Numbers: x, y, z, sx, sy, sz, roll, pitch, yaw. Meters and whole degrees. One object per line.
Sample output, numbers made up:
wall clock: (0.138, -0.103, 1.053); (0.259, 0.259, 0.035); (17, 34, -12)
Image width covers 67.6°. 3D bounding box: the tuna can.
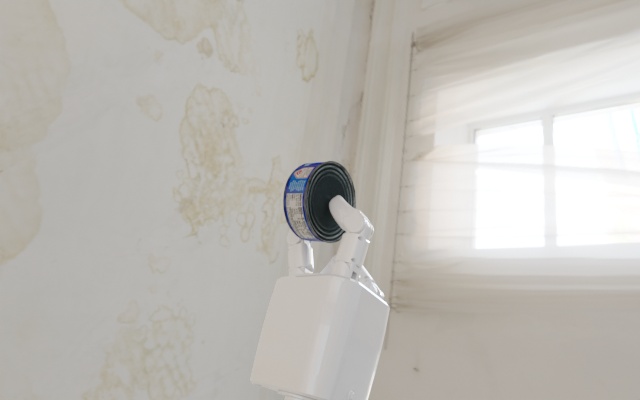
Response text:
tuna can: (0.000, 0.002, 0.508); (0.034, 0.086, 0.086); (0, 0, 39)
